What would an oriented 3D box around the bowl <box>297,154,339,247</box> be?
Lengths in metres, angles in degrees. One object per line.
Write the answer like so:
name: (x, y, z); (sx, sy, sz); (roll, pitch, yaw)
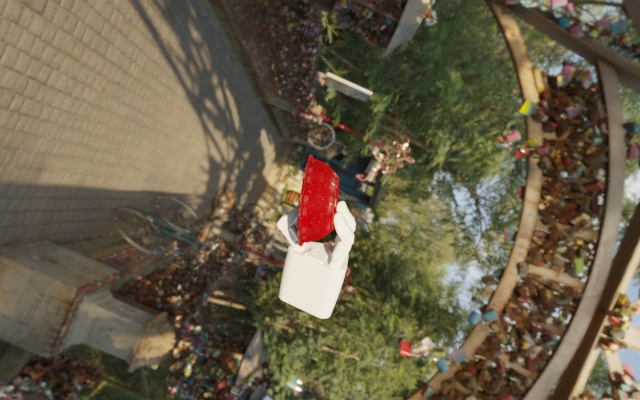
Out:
bowl: (0.001, 0.002, 0.825); (0.055, 0.162, 0.162); (6, 0, 5)
